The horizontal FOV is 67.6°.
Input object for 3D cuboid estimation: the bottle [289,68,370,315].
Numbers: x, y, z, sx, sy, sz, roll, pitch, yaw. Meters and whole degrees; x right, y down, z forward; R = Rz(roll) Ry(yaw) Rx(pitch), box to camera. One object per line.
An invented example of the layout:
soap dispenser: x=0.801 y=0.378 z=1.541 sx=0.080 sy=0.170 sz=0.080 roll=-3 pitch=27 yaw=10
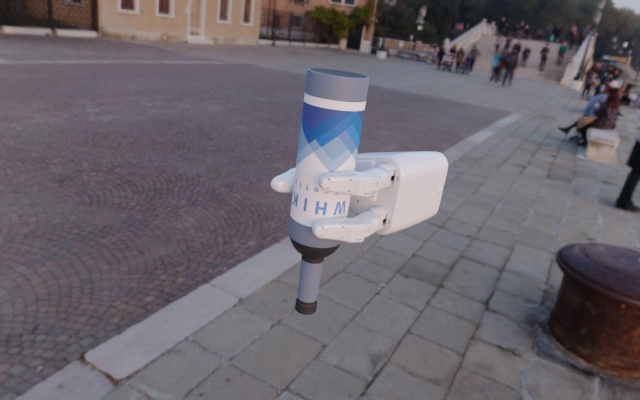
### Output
bottle: x=0.000 y=0.002 z=0.556 sx=0.069 sy=0.296 sz=0.069 roll=7 pitch=21 yaw=-3
